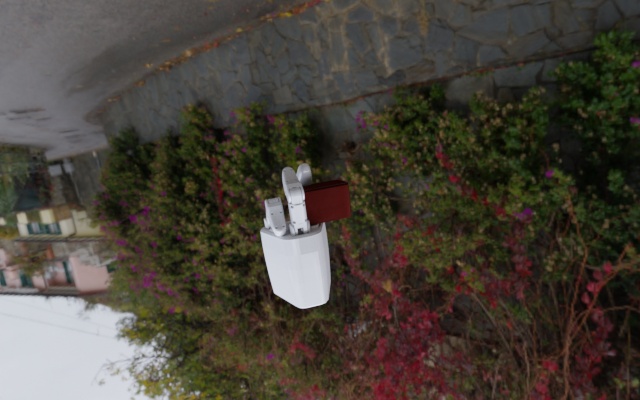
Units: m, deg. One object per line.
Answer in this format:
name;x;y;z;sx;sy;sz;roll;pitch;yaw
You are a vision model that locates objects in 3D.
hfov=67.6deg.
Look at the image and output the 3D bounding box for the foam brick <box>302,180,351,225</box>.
foam brick;0.000;0.002;0.698;0.078;0.051;0.053;-11;10;-12
